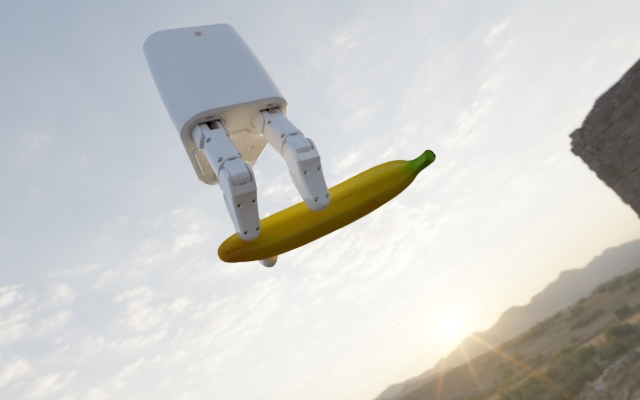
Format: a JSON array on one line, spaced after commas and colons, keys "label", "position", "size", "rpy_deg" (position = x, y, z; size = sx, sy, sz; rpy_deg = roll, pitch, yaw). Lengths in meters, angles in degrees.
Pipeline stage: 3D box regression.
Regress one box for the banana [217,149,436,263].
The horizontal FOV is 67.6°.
[{"label": "banana", "position": [0.005, 0.006, 0.421], "size": [0.198, 0.037, 0.070], "rpy_deg": [-27, -20, -5]}]
